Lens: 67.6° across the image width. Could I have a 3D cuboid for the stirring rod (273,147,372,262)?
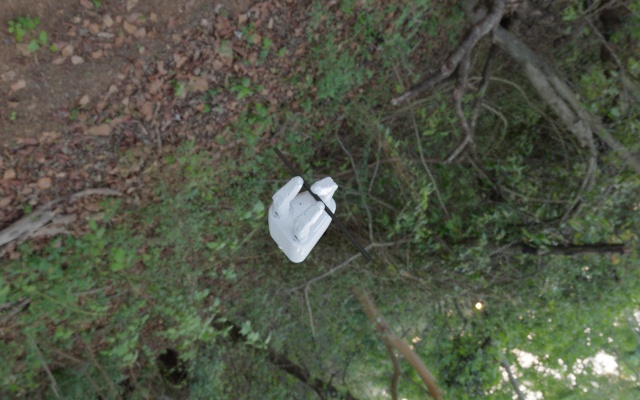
[{"bbox_3d":[0.000,0.002,0.758,0.011,0.239,0.011,-37,-15,-12],"label":"stirring rod"}]
